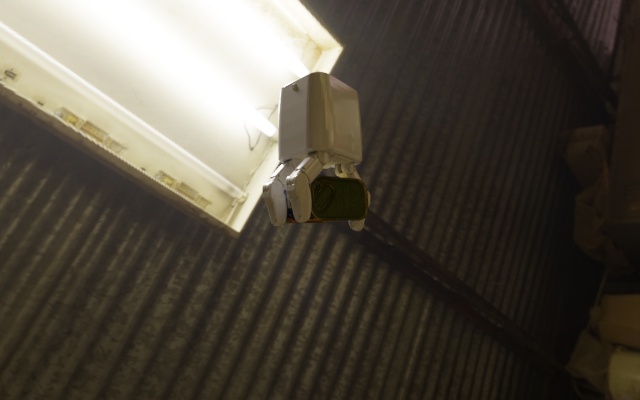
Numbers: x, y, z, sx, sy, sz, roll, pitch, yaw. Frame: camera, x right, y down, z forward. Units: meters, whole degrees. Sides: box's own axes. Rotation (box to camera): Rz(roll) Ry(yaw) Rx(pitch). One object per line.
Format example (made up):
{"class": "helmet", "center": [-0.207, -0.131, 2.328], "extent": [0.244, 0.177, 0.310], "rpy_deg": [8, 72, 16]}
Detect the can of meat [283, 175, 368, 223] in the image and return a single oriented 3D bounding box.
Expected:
{"class": "can of meat", "center": [0.000, 0.002, 0.655], "extent": [0.102, 0.057, 0.084], "rpy_deg": [2, -8, -40]}
